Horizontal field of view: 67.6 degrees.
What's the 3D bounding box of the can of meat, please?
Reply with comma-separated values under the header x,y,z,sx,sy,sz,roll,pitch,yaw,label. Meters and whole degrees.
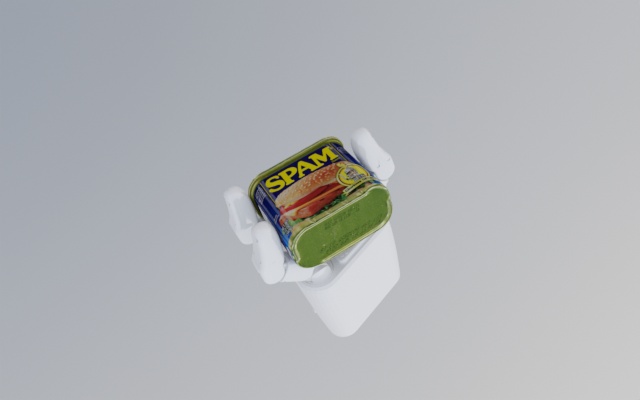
x,y,z,sx,sy,sz,roll,pitch,yaw,label
0.000,0.001,0.421,0.102,0.057,0.084,-30,46,-11,can of meat
